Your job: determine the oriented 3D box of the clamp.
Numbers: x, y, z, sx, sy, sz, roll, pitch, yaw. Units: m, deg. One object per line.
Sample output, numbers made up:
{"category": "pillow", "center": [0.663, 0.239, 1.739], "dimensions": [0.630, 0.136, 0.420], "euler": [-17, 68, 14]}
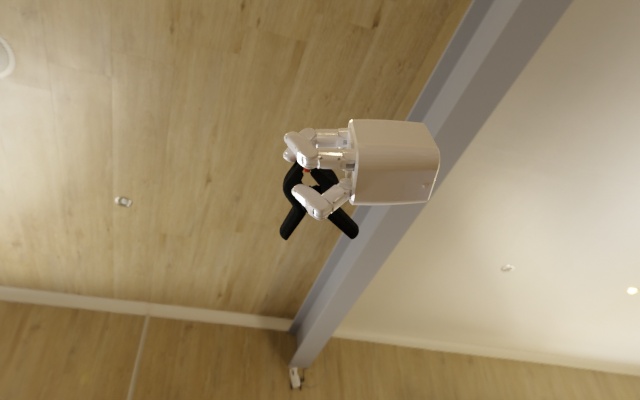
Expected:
{"category": "clamp", "center": [0.000, 0.002, 0.679], "dimensions": [0.120, 0.039, 0.172], "euler": [0, -41, -3]}
